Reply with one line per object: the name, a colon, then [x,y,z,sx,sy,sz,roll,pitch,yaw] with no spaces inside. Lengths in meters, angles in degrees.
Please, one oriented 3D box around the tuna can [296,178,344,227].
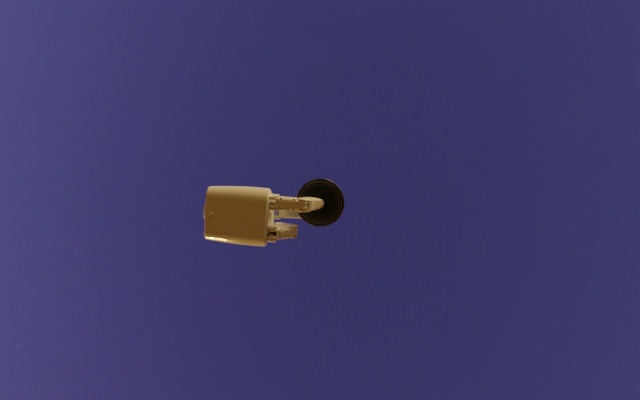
tuna can: [0.000,0.003,0.855,0.086,0.086,0.034,0,5,3]
